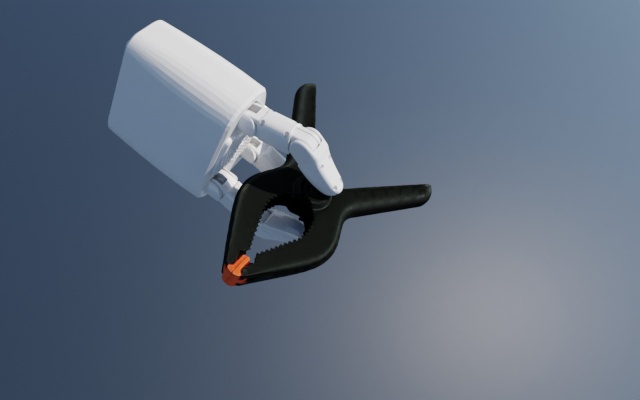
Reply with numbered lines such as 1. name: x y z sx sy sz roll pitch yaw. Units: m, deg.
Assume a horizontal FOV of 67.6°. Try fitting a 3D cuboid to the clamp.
1. clamp: 0.000 0.001 0.414 0.164 0.210 0.036 36 -34 1
